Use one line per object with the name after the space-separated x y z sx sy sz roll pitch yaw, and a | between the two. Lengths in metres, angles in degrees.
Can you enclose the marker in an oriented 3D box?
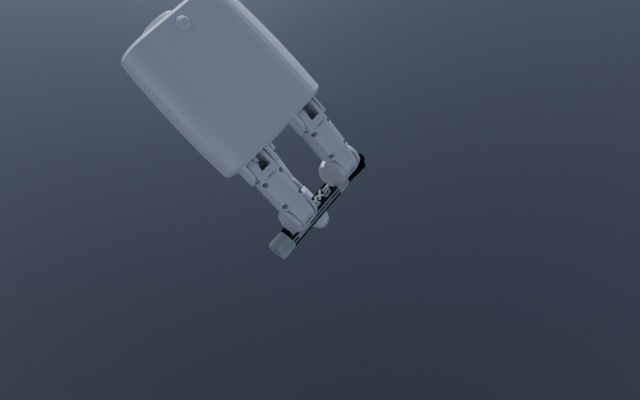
0.000 0.001 0.430 0.020 0.121 0.020 37 -18 14 | marker
